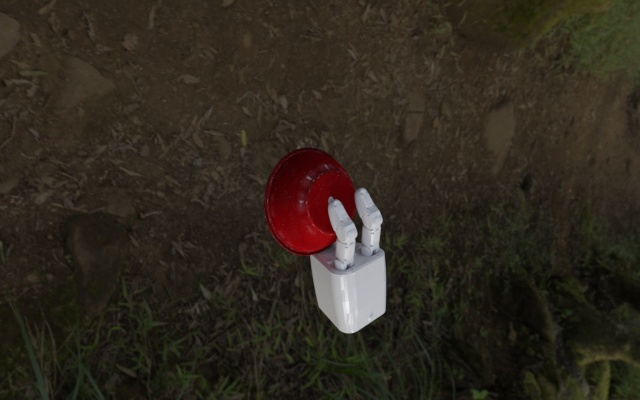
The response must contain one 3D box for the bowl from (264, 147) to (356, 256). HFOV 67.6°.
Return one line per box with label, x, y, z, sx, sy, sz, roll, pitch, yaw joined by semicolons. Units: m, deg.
bowl;0.000;0.001;0.690;0.162;0.162;0.055;0;1;-39
